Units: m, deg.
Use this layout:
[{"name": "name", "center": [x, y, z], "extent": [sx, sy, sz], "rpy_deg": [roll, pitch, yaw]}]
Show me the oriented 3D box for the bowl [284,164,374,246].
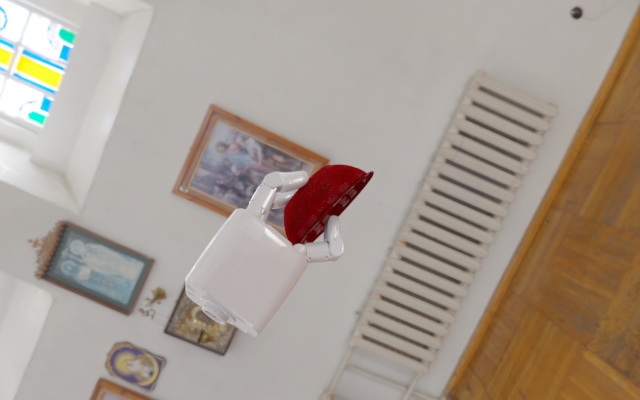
[{"name": "bowl", "center": [0.001, 0.001, 0.663], "extent": [0.055, 0.162, 0.162], "rpy_deg": [44, 7, 8]}]
